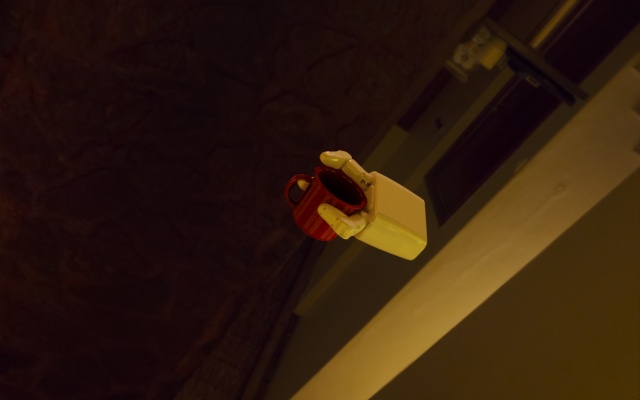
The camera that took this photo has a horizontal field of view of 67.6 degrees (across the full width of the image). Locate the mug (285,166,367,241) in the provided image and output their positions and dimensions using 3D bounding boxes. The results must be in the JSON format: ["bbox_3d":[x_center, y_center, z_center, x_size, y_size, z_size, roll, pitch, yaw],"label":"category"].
[{"bbox_3d":[-0.001,0.002,0.725,0.117,0.081,0.093,25,29,-21],"label":"mug"}]
